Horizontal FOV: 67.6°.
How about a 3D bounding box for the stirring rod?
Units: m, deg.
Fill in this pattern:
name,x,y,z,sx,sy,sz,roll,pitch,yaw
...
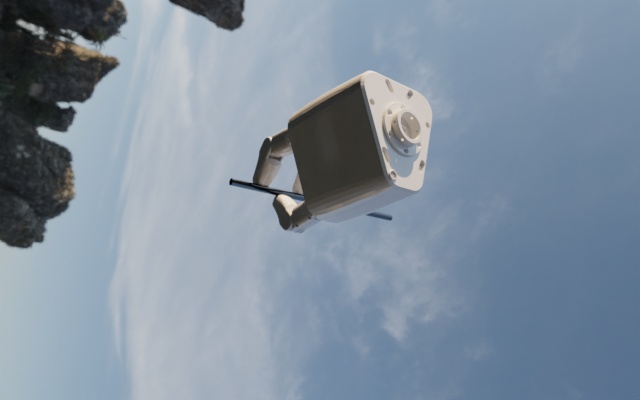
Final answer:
name,x,y,z,sx,sy,sz,roll,pitch,yaw
stirring rod,0.000,0.002,0.574,0.239,0.011,0.011,13,-8,-36
